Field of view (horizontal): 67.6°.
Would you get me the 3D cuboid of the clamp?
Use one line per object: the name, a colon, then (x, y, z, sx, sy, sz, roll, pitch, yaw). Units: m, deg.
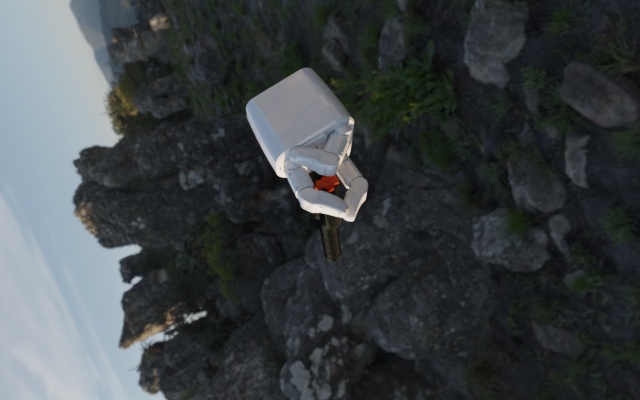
clamp: (0.000, 0.002, 0.659, 0.039, 0.120, 0.172, -23, -28, -16)
